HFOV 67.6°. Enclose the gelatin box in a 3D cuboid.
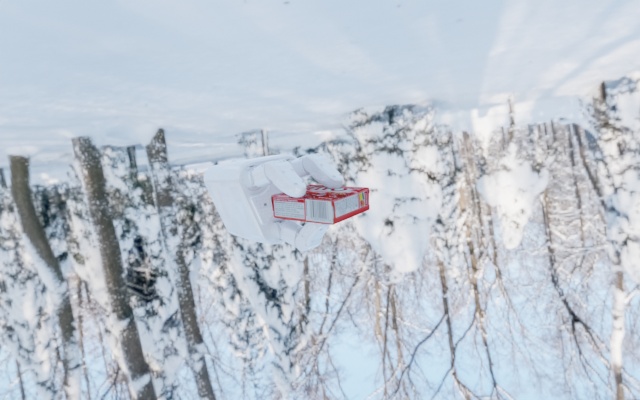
[{"bbox_3d":[0.000,0.002,0.546,0.089,0.030,0.073,5,14,38],"label":"gelatin box"}]
